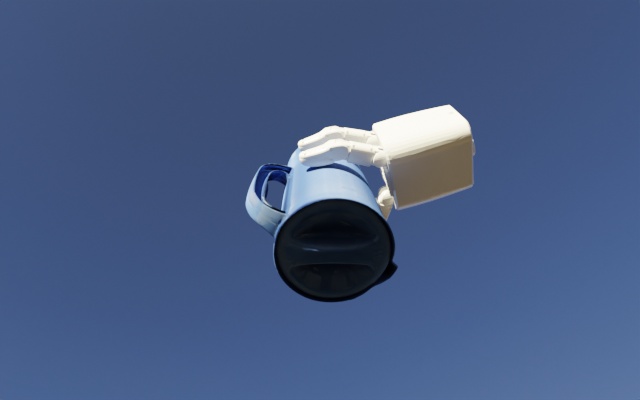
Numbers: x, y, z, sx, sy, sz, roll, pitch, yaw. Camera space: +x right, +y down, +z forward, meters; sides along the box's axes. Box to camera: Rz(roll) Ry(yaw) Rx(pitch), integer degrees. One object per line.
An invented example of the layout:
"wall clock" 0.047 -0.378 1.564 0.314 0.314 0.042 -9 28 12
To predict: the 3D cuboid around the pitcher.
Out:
"pitcher" 0.000 0.002 0.615 0.145 0.149 0.242 -17 26 5
